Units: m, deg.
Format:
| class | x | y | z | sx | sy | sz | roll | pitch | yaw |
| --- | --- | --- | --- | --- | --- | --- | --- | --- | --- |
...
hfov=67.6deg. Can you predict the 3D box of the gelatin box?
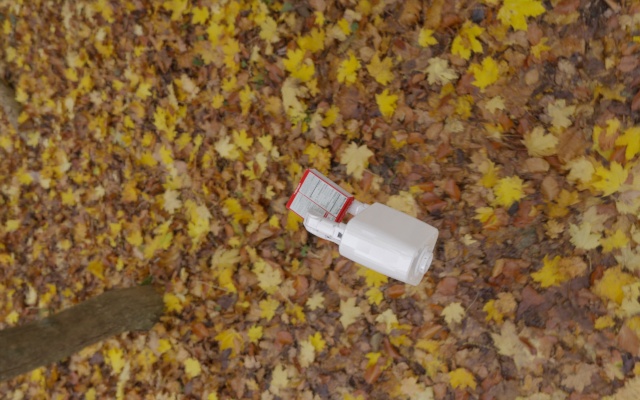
| class | x | y | z | sx | sy | sz | roll | pitch | yaw |
| --- | --- | --- | --- | --- | --- | --- | --- | --- | --- |
| gelatin box | 0.000 | 0.002 | 0.757 | 0.089 | 0.073 | 0.030 | 35 | 17 | 18 |
